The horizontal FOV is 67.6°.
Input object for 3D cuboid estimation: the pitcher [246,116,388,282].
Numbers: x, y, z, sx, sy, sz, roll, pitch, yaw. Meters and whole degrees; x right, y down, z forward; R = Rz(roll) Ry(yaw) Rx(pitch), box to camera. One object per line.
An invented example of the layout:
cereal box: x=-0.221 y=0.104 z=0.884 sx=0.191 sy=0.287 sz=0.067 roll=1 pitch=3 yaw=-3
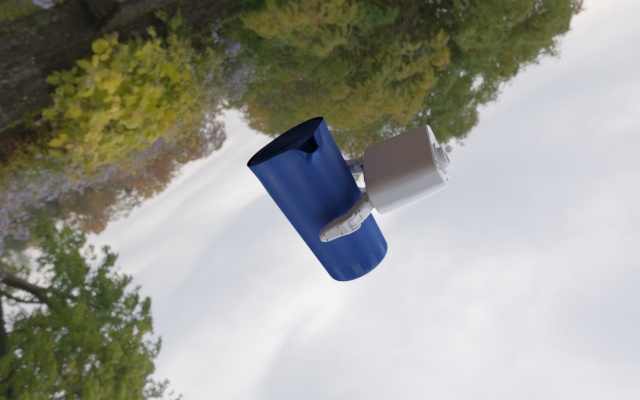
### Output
pitcher: x=0.000 y=0.002 z=0.747 sx=0.145 sy=0.243 sz=0.149 roll=-23 pitch=20 yaw=23
